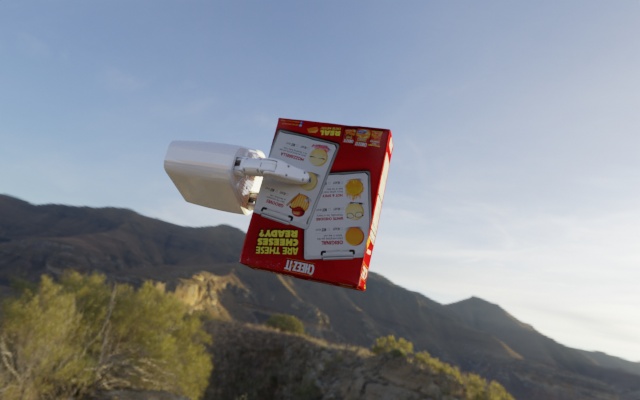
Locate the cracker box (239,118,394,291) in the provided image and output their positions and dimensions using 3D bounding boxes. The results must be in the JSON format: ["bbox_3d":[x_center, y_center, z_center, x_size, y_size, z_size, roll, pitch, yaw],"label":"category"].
[{"bbox_3d":[0.000,0.002,0.655,0.164,0.213,0.072,9,-15,17],"label":"cracker box"}]
